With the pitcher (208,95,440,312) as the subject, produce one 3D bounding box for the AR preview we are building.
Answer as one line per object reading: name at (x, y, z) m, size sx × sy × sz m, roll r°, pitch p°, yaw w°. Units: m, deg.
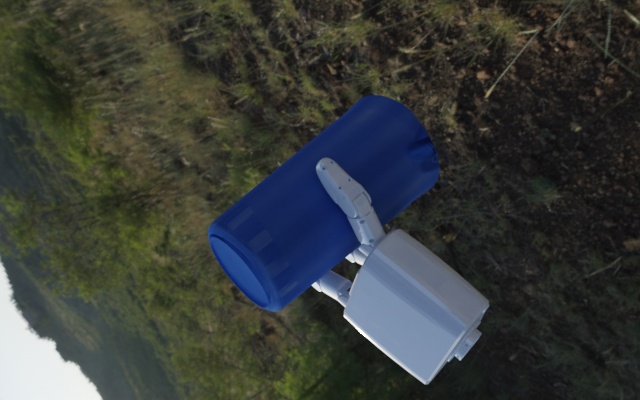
pitcher at (0.000, 0.002, 0.519) m, size 0.242 × 0.145 × 0.149 m, roll -39°, pitch -25°, yaw -26°
